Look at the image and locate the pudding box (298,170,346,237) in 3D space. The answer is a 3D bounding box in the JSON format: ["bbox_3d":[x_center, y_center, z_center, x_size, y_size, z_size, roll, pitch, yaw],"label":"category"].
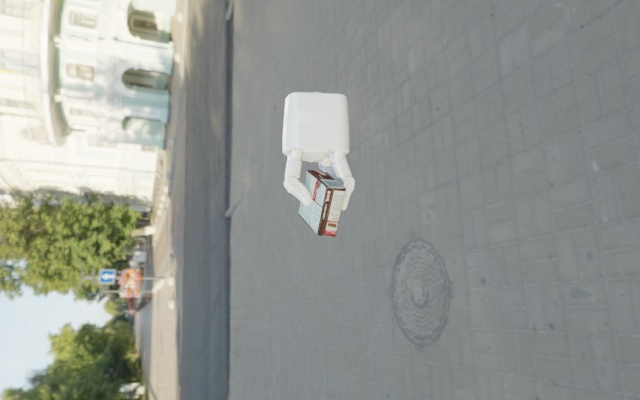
[{"bbox_3d":[0.000,0.003,0.846,0.039,0.090,0.113,4,17,-21],"label":"pudding box"}]
